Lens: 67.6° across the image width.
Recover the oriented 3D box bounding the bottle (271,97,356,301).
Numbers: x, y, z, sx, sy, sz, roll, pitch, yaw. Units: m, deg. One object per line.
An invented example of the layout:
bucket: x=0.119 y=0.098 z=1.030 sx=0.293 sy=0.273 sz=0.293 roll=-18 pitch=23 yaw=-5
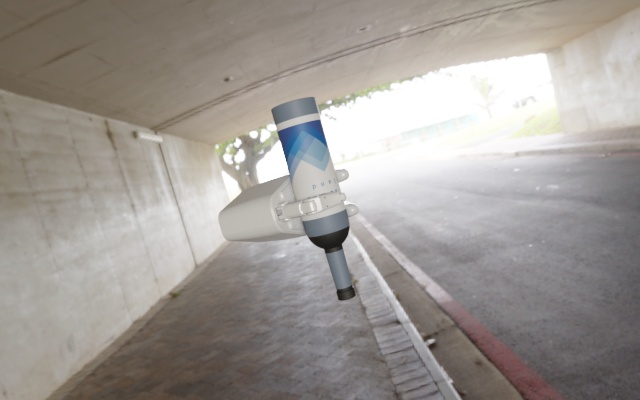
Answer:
bottle: x=0.000 y=0.002 z=0.696 sx=0.069 sy=0.296 sz=0.069 roll=-16 pitch=4 yaw=1
